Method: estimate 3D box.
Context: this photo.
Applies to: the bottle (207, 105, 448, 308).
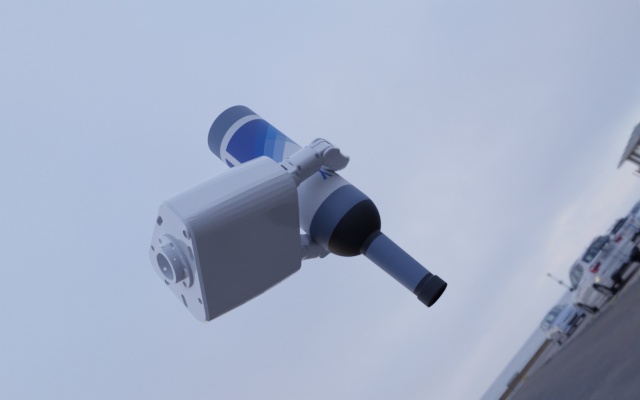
[{"bbox_3d":[0.000,0.001,0.483,0.295,0.069,0.069,38,20,27],"label":"bottle"}]
